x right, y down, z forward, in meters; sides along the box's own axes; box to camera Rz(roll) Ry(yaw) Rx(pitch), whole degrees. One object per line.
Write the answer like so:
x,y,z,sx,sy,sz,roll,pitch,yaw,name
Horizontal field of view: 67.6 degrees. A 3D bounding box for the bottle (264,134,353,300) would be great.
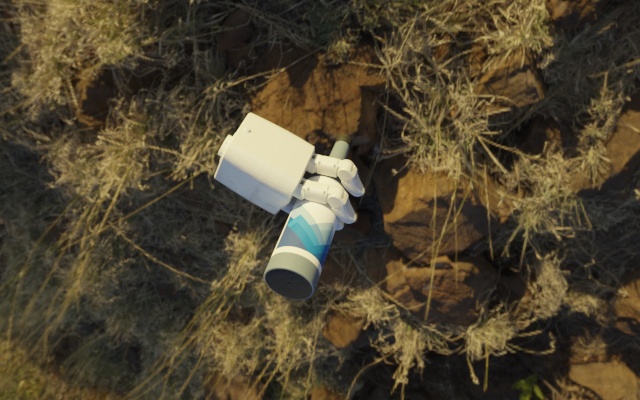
0.000,0.002,0.690,0.069,0.069,0.295,0,44,22,bottle
